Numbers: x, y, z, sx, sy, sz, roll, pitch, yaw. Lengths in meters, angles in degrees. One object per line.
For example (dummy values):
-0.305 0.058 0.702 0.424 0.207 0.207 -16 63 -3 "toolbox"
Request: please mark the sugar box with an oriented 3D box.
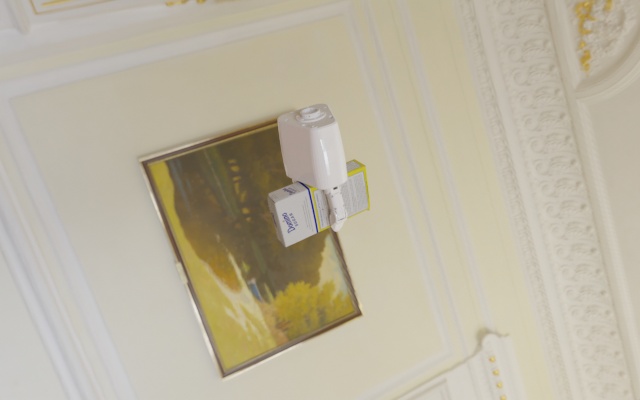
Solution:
0.000 0.002 0.830 0.176 0.093 0.048 -21 32 -18 "sugar box"
